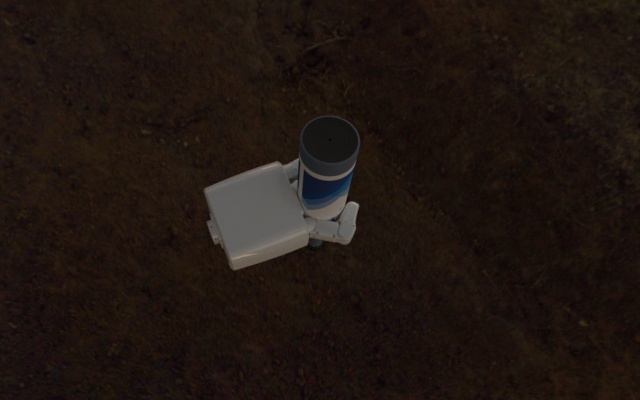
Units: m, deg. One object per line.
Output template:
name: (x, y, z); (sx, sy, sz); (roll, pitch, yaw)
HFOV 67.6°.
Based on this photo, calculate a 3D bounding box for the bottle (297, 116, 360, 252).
bottle: (0.000, 0.002, 0.653); (0.069, 0.069, 0.296); (0, -28, -5)
